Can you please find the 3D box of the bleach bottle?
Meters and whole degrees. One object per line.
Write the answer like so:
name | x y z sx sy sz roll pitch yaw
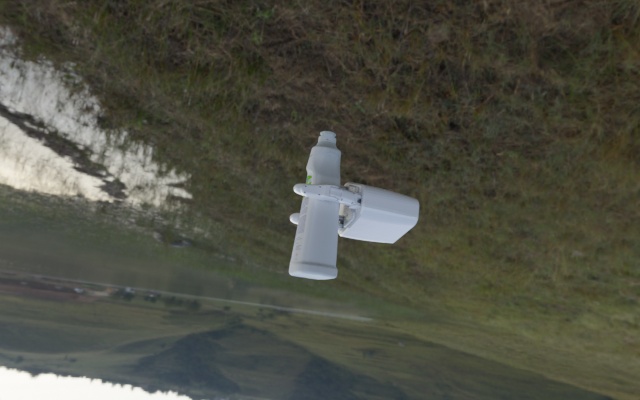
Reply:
bleach bottle | 0.000 0.003 0.801 0.068 0.250 0.102 11 -14 -16
